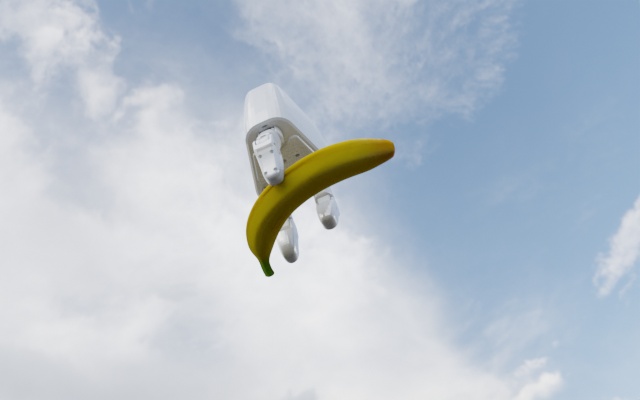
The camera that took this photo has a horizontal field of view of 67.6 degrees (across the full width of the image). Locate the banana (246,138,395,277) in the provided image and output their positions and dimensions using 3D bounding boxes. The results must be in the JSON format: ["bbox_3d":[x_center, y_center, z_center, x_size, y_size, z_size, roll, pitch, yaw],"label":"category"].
[{"bbox_3d":[-0.016,-0.006,0.481,0.070,0.198,0.037,35,23,-27],"label":"banana"}]
